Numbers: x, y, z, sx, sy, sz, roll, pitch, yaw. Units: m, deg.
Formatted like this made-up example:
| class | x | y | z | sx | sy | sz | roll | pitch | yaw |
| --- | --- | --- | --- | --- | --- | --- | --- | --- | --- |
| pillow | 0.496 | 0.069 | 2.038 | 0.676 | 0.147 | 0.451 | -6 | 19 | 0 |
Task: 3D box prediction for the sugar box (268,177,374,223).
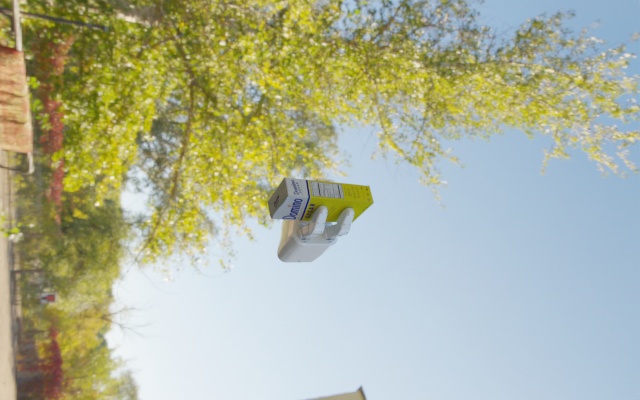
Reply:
| class | x | y | z | sx | sy | sz | roll | pitch | yaw |
| --- | --- | --- | --- | --- | --- | --- | --- | --- | --- |
| sugar box | 0.000 | 0.003 | 0.890 | 0.176 | 0.048 | 0.093 | 1 | -29 | -27 |
